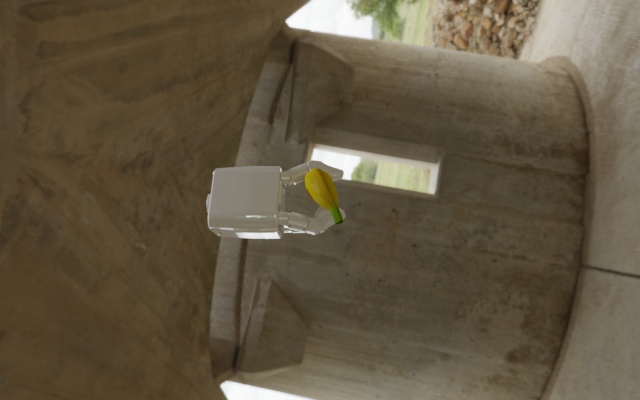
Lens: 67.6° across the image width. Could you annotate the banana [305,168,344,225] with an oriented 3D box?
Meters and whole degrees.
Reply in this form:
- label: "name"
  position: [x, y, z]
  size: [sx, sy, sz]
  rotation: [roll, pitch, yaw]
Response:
- label: "banana"
  position: [-0.002, -0.015, 0.713]
  size: [0.037, 0.069, 0.197]
  rotation: [-10, 11, -5]
